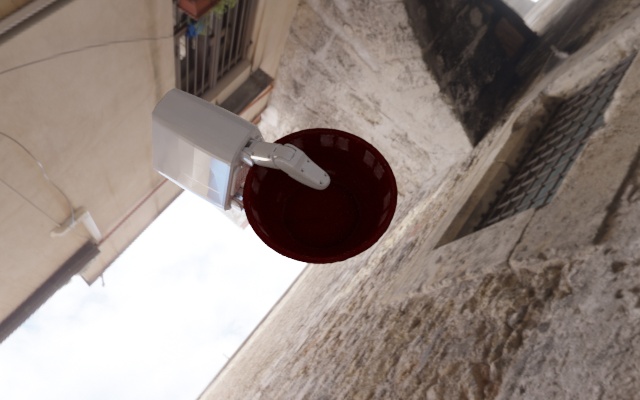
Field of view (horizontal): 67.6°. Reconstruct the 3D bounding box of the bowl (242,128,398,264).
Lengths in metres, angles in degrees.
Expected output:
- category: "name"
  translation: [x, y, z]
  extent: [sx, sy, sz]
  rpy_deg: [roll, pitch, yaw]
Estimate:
- category: "bowl"
  translation: [0.001, 0.003, 0.518]
  extent: [0.162, 0.162, 0.055]
  rpy_deg: [0, -28, 2]
